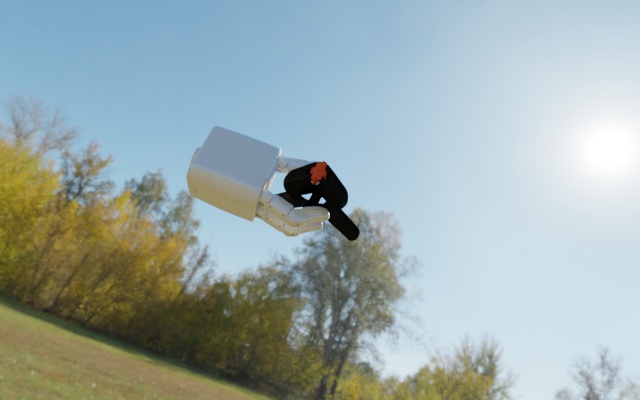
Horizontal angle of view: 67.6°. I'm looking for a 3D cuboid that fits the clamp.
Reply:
[{"bbox_3d":[0.000,0.001,0.704,0.164,0.036,0.210,21,-21,-3],"label":"clamp"}]
